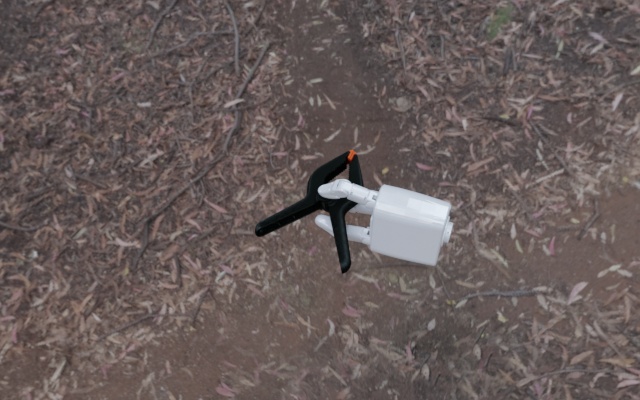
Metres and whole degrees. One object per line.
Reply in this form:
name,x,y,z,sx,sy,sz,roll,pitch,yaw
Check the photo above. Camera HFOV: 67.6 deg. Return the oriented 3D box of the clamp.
clamp,0.000,0.002,0.772,0.164,0.210,0.036,16,-28,15
